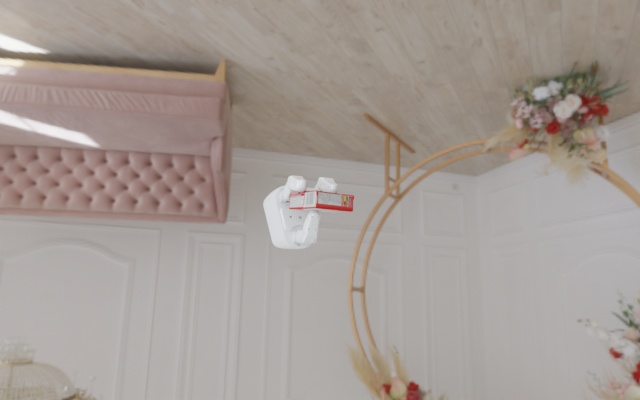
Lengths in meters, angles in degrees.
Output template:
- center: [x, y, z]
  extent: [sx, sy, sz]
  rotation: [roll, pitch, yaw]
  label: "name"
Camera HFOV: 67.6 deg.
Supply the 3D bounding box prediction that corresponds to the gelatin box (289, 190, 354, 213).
- center: [0.000, 0.003, 0.785]
  extent: [0.073, 0.030, 0.089]
  rotation: [7, -6, -32]
  label: "gelatin box"
